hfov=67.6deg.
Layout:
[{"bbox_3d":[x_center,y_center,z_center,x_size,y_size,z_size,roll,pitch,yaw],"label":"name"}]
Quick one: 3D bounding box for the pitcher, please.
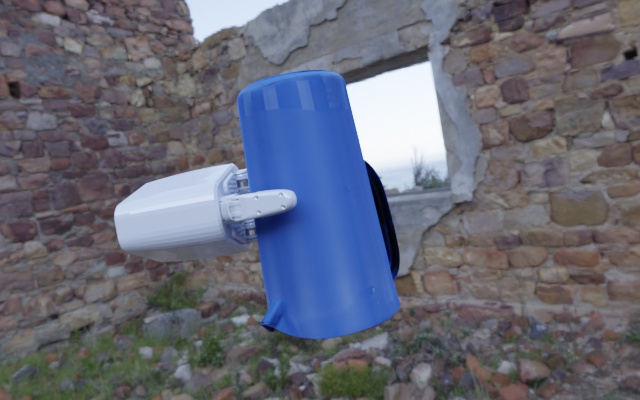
[{"bbox_3d":[0.000,0.002,0.481,0.145,0.243,0.149,-10,3,5],"label":"pitcher"}]
